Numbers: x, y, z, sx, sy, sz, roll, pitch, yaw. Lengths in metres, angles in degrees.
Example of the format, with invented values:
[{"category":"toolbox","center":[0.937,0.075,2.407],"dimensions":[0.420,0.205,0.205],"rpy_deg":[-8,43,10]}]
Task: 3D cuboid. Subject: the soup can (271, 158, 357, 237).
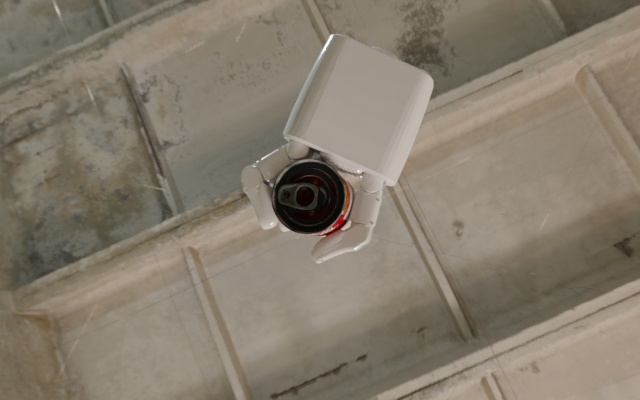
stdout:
[{"category":"soup can","center":[0.000,0.002,0.469],"dimensions":[0.068,0.068,0.102],"rpy_deg":[0,-6,13]}]
